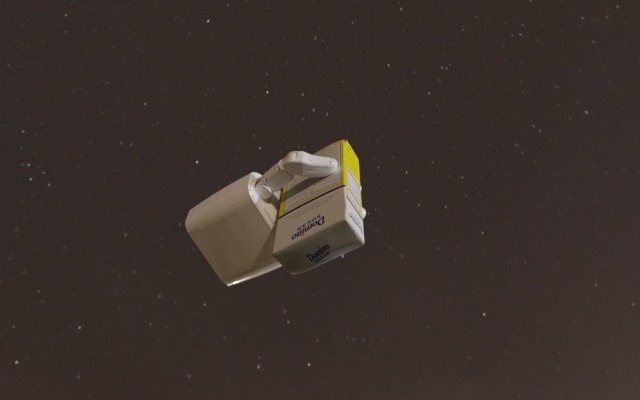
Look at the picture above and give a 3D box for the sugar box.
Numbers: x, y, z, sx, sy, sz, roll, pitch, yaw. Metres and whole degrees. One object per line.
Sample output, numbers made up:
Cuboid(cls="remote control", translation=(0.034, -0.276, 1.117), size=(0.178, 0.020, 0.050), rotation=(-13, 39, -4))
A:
Cuboid(cls="sugar box", translation=(0.000, 0.002, 0.561), size=(0.093, 0.048, 0.176), rotation=(-26, 32, 19))
